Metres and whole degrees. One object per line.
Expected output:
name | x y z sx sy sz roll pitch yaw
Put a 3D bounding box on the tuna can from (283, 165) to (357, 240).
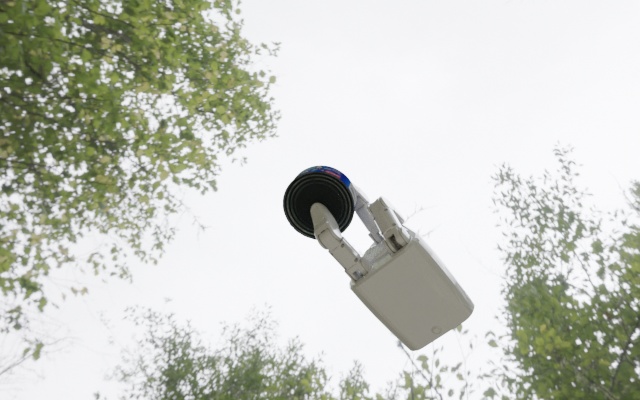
tuna can | 0.000 0.002 0.571 0.086 0.086 0.033 0 20 11
